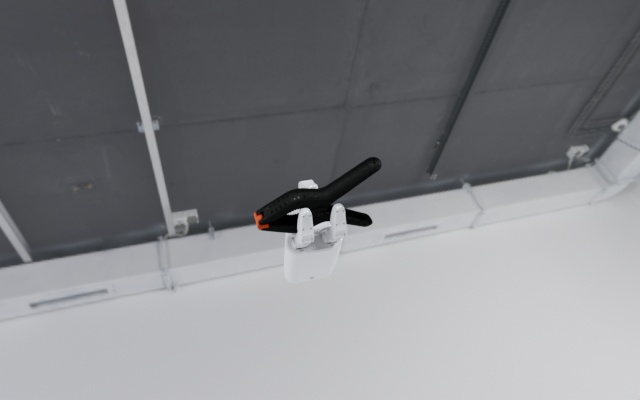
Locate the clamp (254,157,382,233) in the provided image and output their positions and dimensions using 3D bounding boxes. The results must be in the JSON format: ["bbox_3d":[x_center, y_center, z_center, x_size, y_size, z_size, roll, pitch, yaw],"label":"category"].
[{"bbox_3d":[-0.001,0.002,0.762,0.210,0.036,0.165,-9,-39,-16],"label":"clamp"}]
